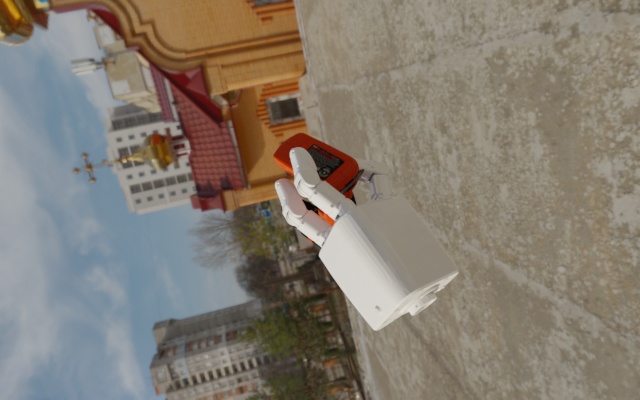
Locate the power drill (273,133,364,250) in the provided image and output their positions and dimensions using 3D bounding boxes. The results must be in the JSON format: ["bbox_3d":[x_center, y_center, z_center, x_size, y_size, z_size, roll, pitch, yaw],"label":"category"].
[{"bbox_3d":[0.000,0.002,0.624,0.184,0.057,0.188,30,-25,32],"label":"power drill"}]
